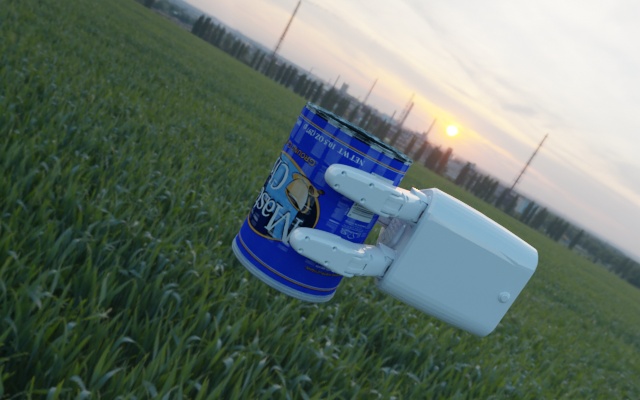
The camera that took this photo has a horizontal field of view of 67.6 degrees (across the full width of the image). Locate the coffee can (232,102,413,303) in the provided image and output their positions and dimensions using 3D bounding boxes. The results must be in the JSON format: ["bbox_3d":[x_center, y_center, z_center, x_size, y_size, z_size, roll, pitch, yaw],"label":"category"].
[{"bbox_3d":[0.000,0.001,0.415,0.103,0.140,0.102,28,13,-7],"label":"coffee can"}]
